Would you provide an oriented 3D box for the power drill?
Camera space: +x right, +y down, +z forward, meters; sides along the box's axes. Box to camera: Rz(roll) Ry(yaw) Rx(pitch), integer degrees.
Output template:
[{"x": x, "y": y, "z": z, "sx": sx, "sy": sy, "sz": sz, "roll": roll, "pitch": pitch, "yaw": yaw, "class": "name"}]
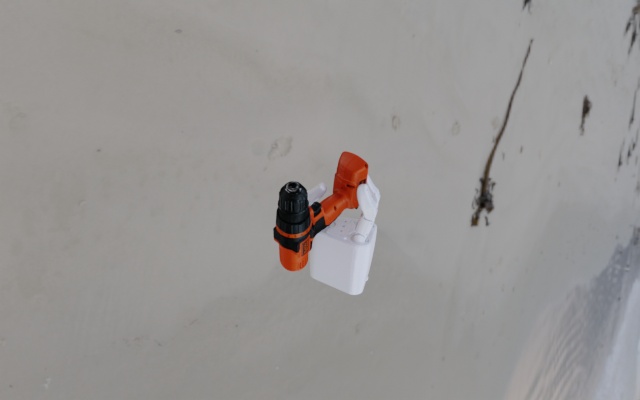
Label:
[{"x": 0.000, "y": 0.002, "z": 0.747, "sx": 0.057, "sy": 0.185, "sz": 0.187, "roll": 33, "pitch": 54, "yaw": 22, "class": "power drill"}]
